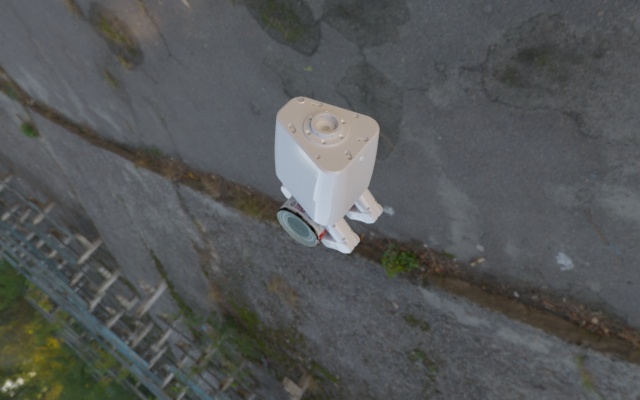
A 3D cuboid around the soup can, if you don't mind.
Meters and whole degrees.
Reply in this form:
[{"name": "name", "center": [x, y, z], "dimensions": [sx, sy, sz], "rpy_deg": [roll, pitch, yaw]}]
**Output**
[{"name": "soup can", "center": [0.000, 0.002, 0.627], "dimensions": [0.068, 0.068, 0.102], "rpy_deg": [0, 42, 53]}]
